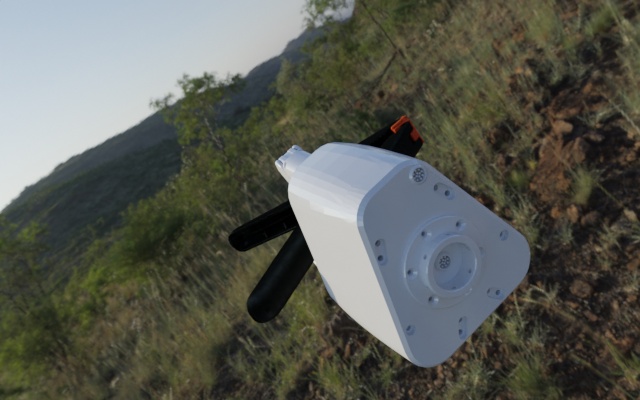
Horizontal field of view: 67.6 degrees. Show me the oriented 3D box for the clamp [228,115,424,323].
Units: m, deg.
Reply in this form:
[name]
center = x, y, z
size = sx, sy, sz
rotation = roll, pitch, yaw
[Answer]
[clamp]
center = 0.000, 0.000, 0.428
size = 0.210, 0.036, 0.164
rotation = -43, 23, -9
